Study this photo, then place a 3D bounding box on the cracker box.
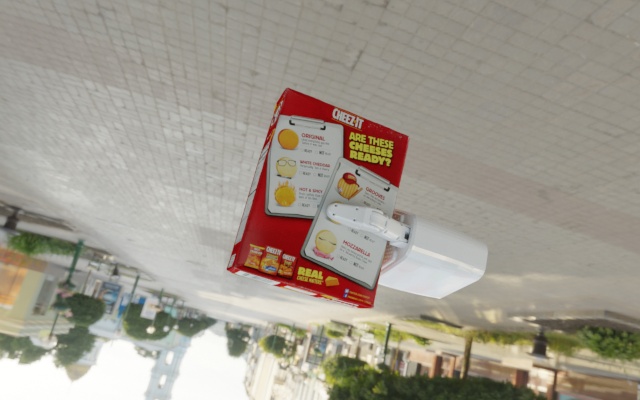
[{"bbox_3d":[0.000,0.002,0.559,0.164,0.213,0.072,19,-17,-16],"label":"cracker box"}]
